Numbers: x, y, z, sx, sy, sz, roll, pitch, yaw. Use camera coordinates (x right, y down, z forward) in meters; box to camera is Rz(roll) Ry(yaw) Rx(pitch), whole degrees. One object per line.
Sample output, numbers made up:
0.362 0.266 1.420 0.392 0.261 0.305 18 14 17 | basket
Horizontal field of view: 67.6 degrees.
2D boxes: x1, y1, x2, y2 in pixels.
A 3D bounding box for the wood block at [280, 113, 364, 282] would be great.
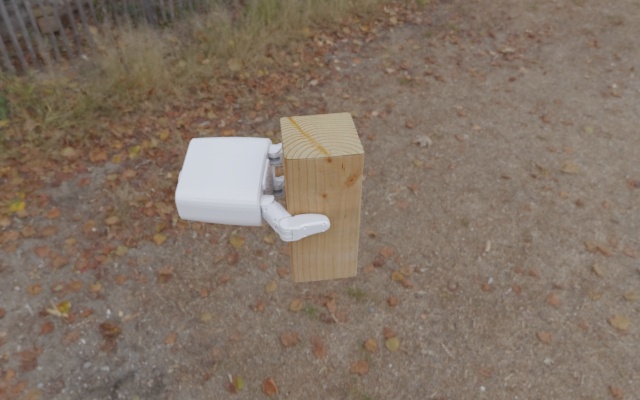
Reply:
0.000 0.002 0.617 0.090 0.206 0.090 -5 41 -5 | wood block
